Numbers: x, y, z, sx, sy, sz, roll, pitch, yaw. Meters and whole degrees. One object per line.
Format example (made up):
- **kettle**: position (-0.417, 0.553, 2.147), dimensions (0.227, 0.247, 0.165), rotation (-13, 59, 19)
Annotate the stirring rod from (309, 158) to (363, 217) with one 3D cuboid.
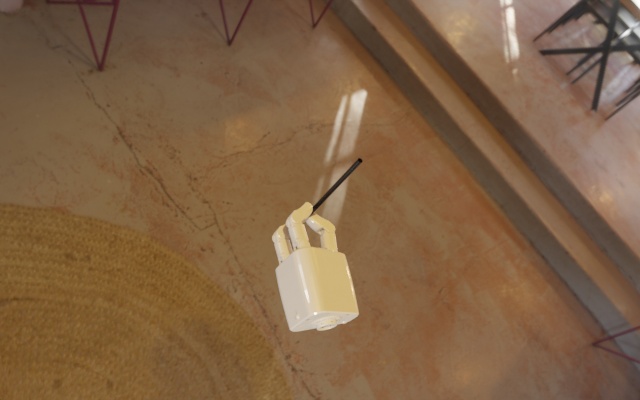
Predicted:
- **stirring rod**: position (0.000, 0.003, 0.785), dimensions (0.011, 0.011, 0.240), rotation (0, -31, -34)
